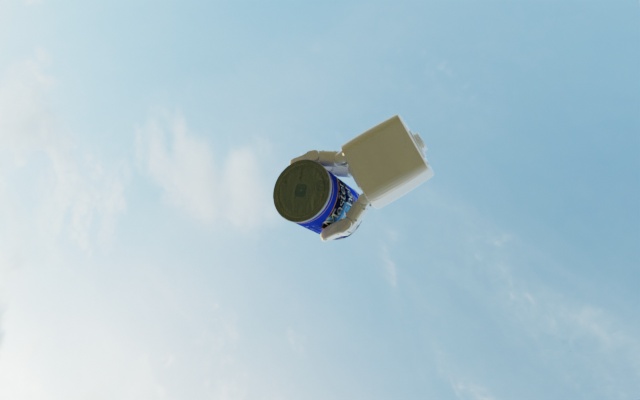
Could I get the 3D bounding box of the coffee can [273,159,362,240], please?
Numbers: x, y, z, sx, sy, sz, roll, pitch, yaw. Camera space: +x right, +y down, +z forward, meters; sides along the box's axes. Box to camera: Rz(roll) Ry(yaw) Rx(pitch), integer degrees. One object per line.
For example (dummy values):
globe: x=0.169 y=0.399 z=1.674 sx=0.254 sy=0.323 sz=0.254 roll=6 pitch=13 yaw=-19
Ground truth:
coffee can: x=0.000 y=0.003 z=0.802 sx=0.103 sy=0.102 sz=0.140 roll=0 pitch=-16 yaw=28
